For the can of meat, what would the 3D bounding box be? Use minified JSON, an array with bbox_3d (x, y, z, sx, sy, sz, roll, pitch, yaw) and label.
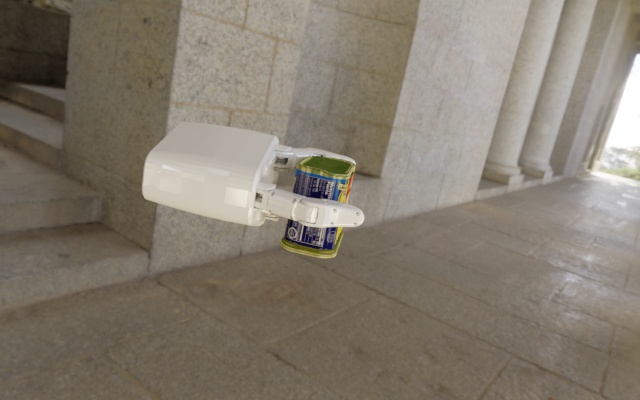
[{"bbox_3d":[0.000,0.001,0.493,0.057,0.084,0.102,12,13,6],"label":"can of meat"}]
